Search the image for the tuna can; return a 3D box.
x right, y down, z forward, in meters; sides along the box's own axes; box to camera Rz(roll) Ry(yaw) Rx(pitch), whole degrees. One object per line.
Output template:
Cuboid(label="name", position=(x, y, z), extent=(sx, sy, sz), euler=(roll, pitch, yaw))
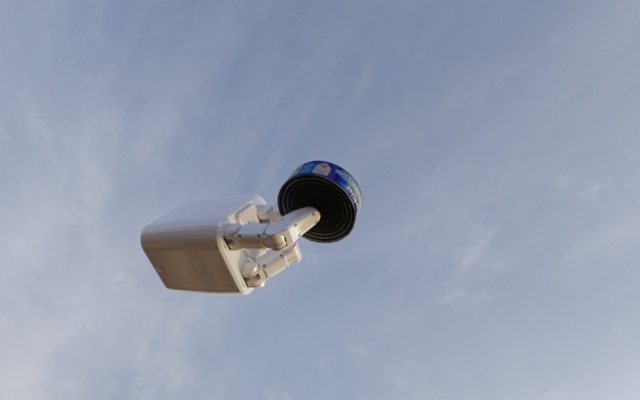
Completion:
Cuboid(label="tuna can", position=(0.000, 0.001, 0.506), extent=(0.086, 0.086, 0.033), euler=(0, 33, 22))
